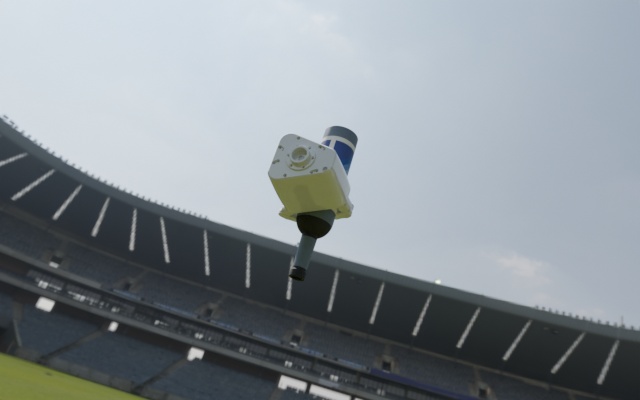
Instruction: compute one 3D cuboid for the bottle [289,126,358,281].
[{"bbox_3d":[0.000,0.003,0.859,0.069,0.295,0.069,14,-25,7],"label":"bottle"}]
